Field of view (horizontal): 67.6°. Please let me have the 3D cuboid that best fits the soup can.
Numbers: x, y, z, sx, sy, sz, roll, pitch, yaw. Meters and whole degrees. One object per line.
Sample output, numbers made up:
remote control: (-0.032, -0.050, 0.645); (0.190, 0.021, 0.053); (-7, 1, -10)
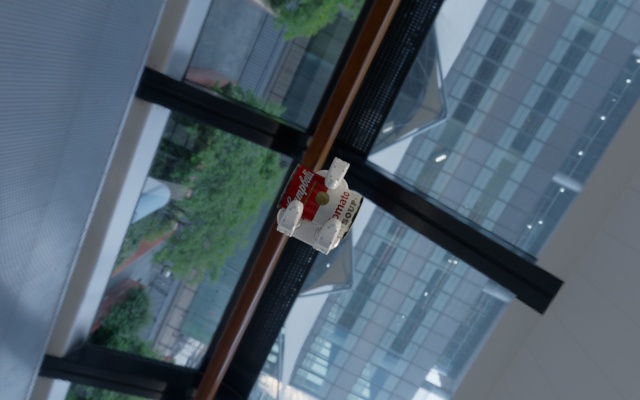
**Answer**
soup can: (0.000, 0.002, 0.658); (0.102, 0.068, 0.068); (27, 0, -1)
